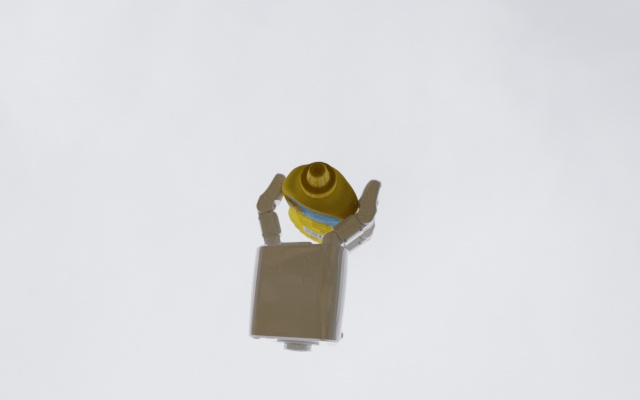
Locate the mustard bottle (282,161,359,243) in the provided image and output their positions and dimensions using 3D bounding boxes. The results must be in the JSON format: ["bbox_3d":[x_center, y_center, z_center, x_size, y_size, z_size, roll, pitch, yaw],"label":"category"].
[{"bbox_3d":[0.000,0.002,0.595,0.096,0.058,0.192,26,-17,12],"label":"mustard bottle"}]
